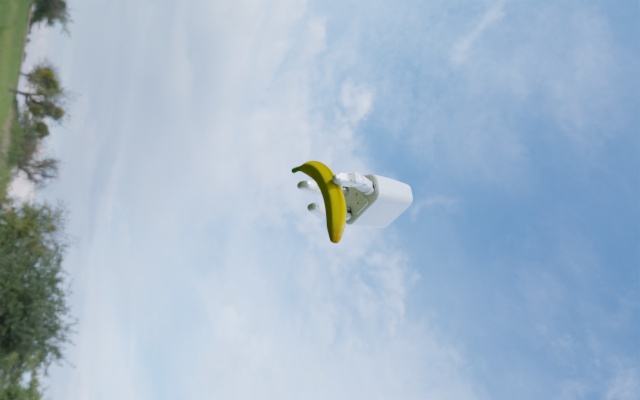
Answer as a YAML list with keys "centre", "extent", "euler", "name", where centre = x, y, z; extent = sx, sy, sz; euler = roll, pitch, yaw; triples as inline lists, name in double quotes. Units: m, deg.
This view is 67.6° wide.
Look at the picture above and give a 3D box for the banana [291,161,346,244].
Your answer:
- centre: [0.009, -0.013, 0.875]
  extent: [0.037, 0.070, 0.197]
  euler: [14, 36, -41]
  name: "banana"
